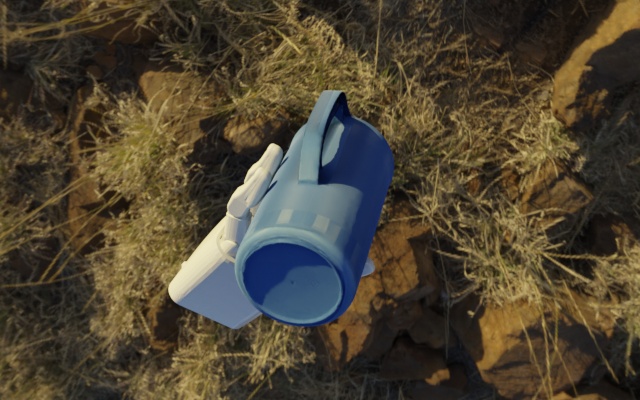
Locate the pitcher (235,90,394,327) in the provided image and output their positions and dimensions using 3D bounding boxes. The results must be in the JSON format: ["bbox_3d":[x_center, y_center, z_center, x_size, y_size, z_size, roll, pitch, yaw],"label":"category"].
[{"bbox_3d":[0.000,0.002,0.496,0.145,0.149,0.242,-39,15,29],"label":"pitcher"}]
